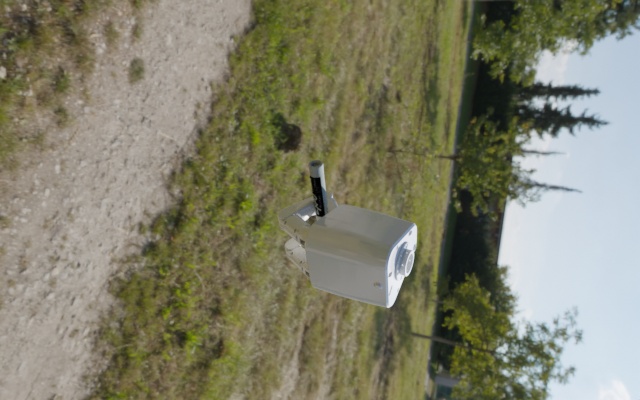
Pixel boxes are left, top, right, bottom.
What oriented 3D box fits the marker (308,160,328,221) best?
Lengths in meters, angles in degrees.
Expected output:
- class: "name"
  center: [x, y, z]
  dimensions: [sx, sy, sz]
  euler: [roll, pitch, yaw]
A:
- class: "marker"
  center: [0.000, 0.002, 0.634]
  dimensions: [0.020, 0.121, 0.020]
  euler: [-5, 36, 3]
